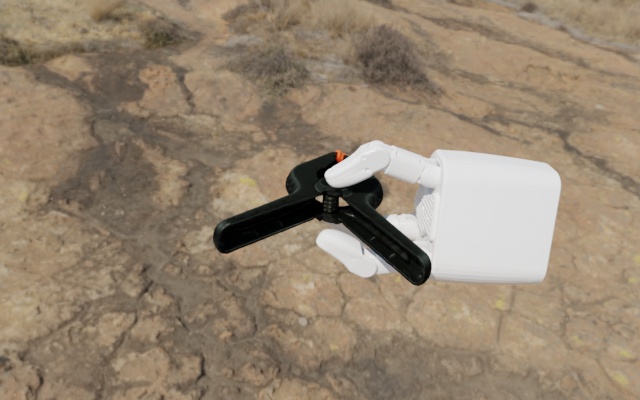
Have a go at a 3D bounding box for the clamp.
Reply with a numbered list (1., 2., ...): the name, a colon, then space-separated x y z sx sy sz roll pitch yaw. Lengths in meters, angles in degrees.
1. clamp: 0.000 0.000 0.433 0.164 0.036 0.210 7 26 -4
